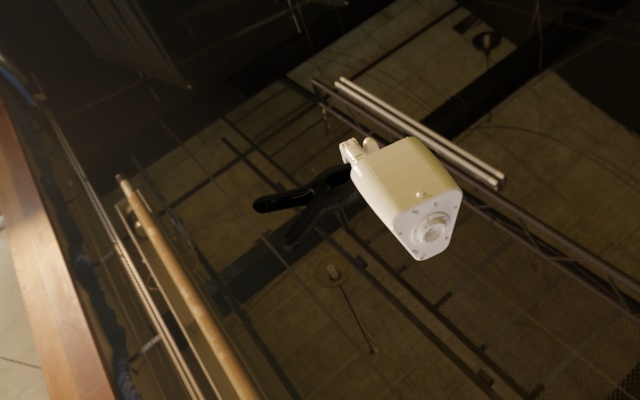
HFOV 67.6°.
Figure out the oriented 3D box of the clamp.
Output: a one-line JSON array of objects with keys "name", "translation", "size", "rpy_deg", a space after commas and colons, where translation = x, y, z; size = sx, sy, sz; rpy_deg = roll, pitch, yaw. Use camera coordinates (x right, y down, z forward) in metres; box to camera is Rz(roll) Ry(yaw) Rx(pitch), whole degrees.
[{"name": "clamp", "translation": [0.000, 0.002, 0.626], "size": [0.171, 0.039, 0.120], "rpy_deg": [-26, 43, -3]}]
